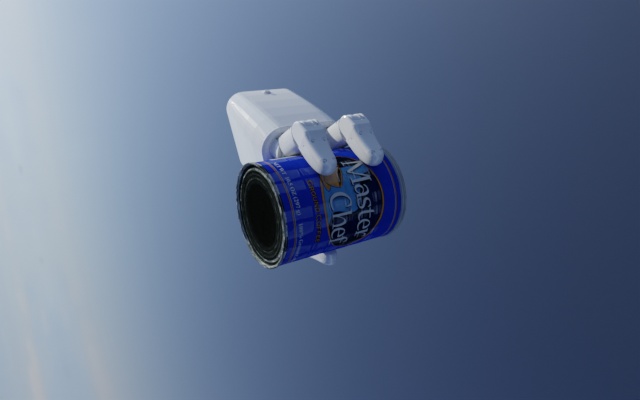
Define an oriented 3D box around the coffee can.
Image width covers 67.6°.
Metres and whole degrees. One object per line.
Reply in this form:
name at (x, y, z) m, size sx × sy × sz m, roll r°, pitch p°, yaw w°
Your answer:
coffee can at (0.000, 0.002, 0.482) m, size 0.140 × 0.103 × 0.103 m, roll -13°, pitch 6°, yaw -31°
